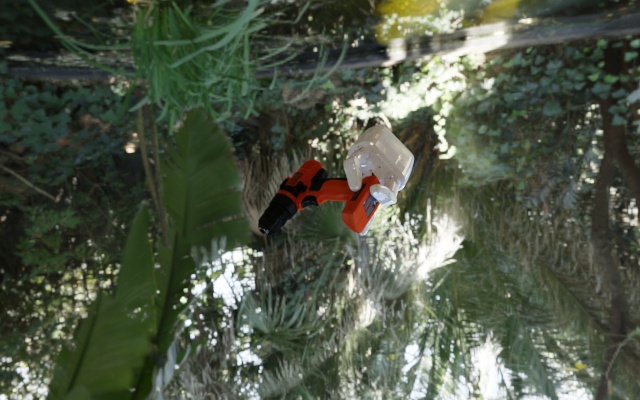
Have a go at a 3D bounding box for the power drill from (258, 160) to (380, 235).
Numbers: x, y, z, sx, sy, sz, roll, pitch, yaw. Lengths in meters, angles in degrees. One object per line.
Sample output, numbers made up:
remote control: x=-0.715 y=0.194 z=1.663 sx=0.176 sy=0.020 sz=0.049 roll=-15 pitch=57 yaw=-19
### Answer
power drill: x=0.001 y=0.003 z=0.841 sx=0.187 sy=0.057 sz=0.184 roll=12 pitch=51 yaw=34
